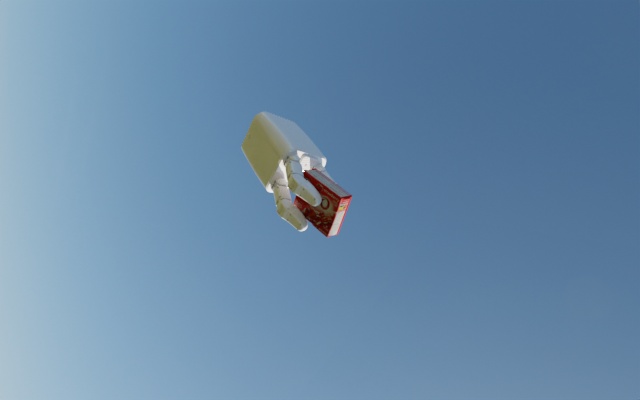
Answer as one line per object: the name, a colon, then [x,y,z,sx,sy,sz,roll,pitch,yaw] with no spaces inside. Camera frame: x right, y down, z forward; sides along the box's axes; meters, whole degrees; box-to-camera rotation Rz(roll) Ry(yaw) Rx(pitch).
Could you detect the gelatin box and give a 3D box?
gelatin box: [0.001,0.003,0.748,0.030,0.073,0.089,-13,41,-46]
